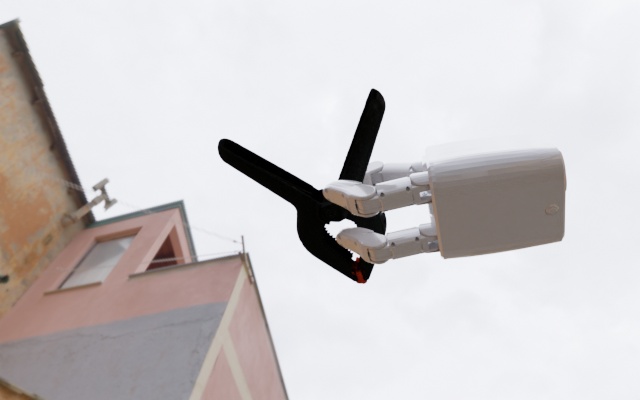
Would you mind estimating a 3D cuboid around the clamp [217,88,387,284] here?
[{"bbox_3d":[0.001,0.002,0.484,0.164,0.210,0.036,-9,32,13],"label":"clamp"}]
